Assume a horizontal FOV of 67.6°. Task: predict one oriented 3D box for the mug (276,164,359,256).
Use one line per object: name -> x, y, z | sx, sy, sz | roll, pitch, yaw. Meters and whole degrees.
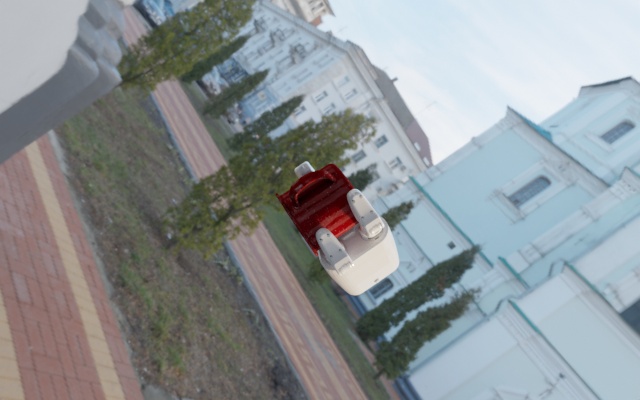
mug -> 0.000, 0.001, 0.580 | 0.081, 0.093, 0.117 | -34, -36, -3
